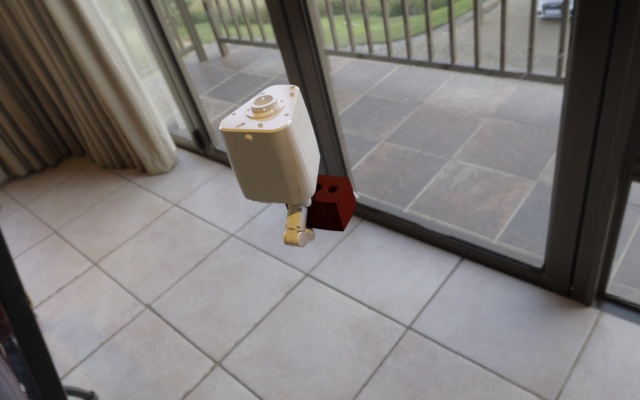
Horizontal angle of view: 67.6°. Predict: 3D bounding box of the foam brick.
[{"bbox_3d":[0.000,0.002,0.626,0.078,0.051,0.053,5,43,24],"label":"foam brick"}]
